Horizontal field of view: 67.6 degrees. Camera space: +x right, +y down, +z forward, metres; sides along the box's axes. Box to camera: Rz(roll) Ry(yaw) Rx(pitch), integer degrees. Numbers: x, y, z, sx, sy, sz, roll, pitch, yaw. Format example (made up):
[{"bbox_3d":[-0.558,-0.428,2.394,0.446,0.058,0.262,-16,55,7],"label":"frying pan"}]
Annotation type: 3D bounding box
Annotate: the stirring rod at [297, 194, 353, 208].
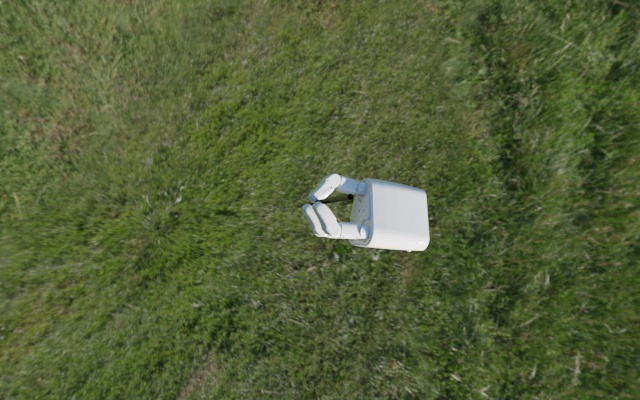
[{"bbox_3d":[0.000,0.002,0.734,0.011,0.011,0.239,0,-4,-19],"label":"stirring rod"}]
